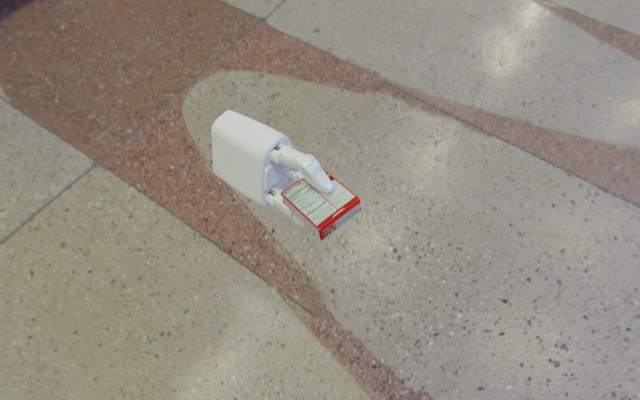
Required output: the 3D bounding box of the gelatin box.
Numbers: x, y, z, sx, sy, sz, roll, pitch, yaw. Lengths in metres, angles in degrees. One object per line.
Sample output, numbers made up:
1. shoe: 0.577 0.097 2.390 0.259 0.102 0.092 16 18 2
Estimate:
1. gelatin box: 0.000 0.002 0.660 0.073 0.030 0.089 -36 56 -19
